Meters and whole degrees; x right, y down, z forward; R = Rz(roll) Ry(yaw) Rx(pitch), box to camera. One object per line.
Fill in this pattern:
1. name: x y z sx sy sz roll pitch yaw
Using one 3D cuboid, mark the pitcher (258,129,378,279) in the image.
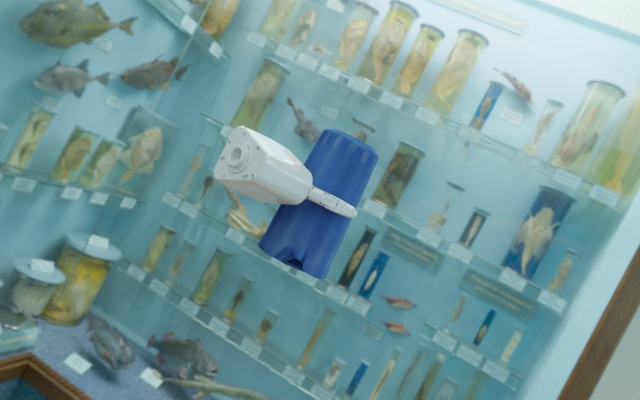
1. pitcher: 0.000 0.003 0.842 0.149 0.243 0.145 28 2 41
